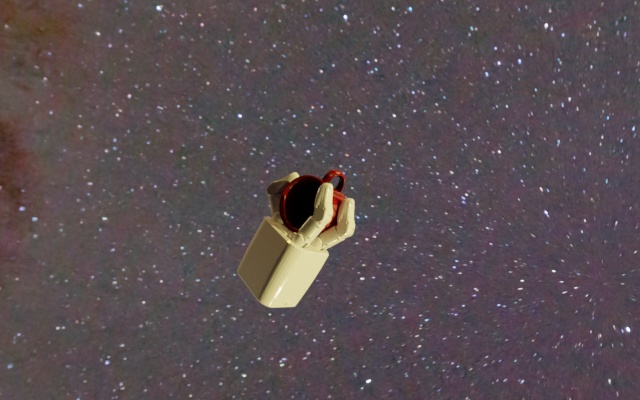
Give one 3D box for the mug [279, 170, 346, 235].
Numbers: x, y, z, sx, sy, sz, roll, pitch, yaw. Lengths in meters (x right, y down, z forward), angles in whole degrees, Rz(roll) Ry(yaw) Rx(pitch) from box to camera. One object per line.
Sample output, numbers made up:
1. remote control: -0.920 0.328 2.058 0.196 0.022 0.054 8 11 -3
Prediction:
1. mug: 0.001 0.001 0.769 0.093 0.117 0.081 36 9 30
